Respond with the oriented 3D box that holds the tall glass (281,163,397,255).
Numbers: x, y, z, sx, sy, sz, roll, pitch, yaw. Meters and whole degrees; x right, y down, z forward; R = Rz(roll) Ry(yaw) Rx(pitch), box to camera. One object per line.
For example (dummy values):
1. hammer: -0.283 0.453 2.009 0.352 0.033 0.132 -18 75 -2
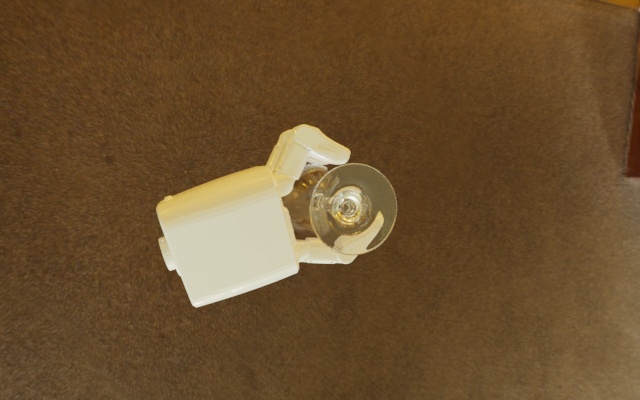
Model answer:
1. tall glass: 0.000 0.002 0.477 0.079 0.079 0.201 0 3 -16
